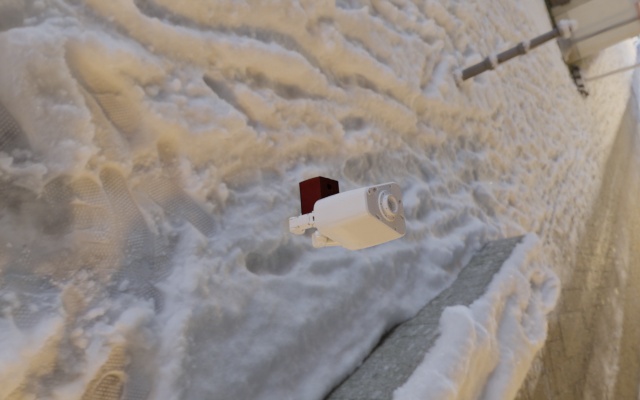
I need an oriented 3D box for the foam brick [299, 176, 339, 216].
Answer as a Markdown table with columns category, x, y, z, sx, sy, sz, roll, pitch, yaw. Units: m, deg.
| category | x | y | z | sx | sy | sz | roll | pitch | yaw |
| --- | --- | --- | --- | --- | --- | --- | --- | --- | --- |
| foam brick | 0.000 | 0.002 | 0.835 | 0.051 | 0.078 | 0.053 | -19 | -21 | 40 |
